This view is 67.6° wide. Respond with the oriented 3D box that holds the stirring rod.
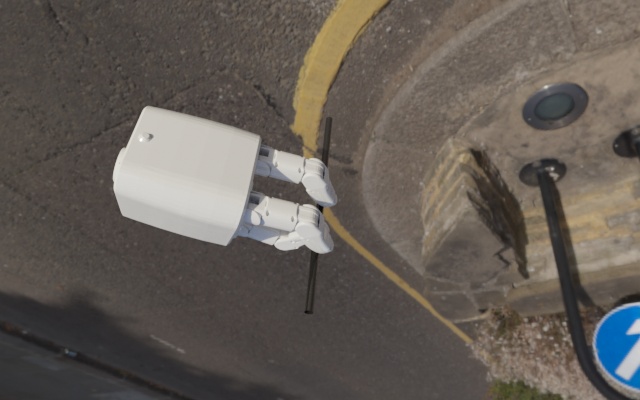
[{"bbox_3d":[0.000,0.002,0.490,0.011,0.239,0.011,4,-36,3],"label":"stirring rod"}]
